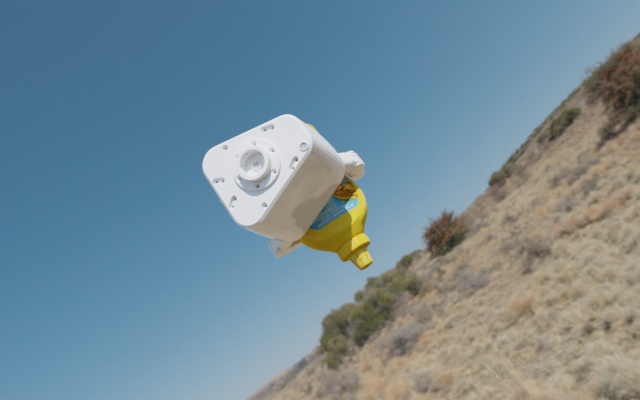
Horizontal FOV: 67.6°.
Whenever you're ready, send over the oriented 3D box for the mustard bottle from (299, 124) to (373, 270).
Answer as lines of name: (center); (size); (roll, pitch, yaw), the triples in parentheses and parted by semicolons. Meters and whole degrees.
mustard bottle: (0.000, 0.002, 0.577); (0.096, 0.191, 0.058); (-31, -19, -15)
